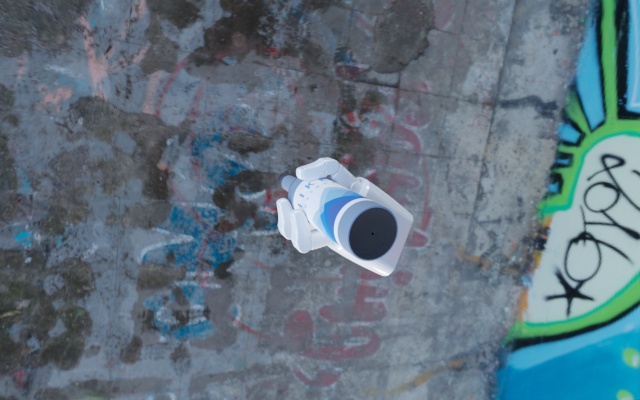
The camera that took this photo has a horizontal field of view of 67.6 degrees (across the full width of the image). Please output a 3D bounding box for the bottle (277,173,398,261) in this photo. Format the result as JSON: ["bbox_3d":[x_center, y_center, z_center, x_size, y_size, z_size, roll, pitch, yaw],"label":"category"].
[{"bbox_3d":[0.000,0.002,0.666,0.069,0.069,0.295,0,14,-25],"label":"bottle"}]
